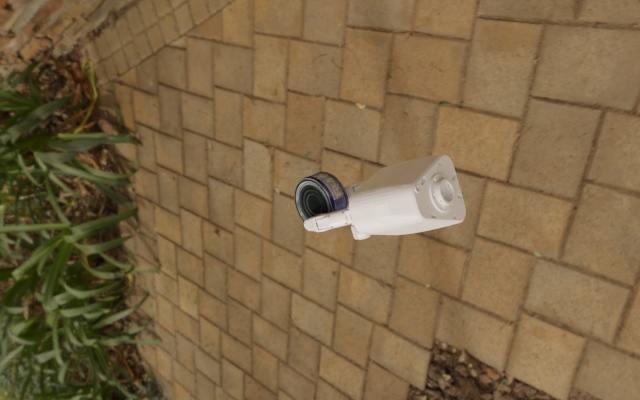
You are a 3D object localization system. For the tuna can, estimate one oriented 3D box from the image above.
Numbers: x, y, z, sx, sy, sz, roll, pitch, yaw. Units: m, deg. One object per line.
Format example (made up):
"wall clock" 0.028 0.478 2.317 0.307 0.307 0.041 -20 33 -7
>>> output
"tuna can" 0.000 0.003 0.710 0.033 0.086 0.086 -22 14 -39
